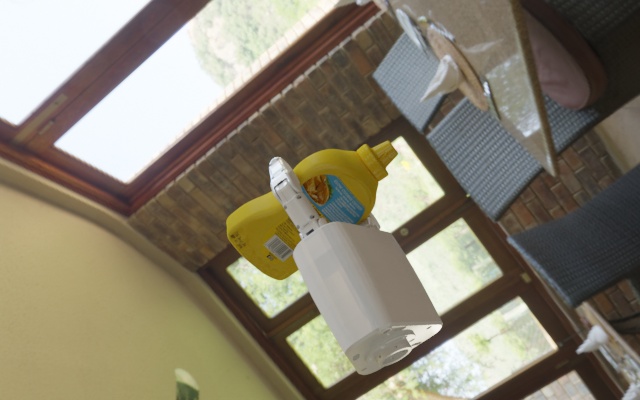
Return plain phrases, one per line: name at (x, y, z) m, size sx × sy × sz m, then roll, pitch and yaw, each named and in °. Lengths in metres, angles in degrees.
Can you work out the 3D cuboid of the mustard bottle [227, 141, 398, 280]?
mustard bottle at (0.000, 0.002, 0.508) m, size 0.191 × 0.096 × 0.058 m, roll -37°, pitch 31°, yaw 11°
